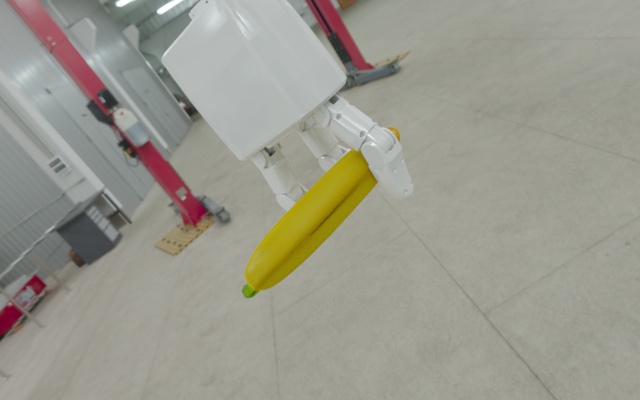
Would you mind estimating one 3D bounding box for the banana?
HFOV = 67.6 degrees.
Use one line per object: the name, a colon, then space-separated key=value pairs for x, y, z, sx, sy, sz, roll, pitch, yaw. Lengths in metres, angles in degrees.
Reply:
banana: x=0.001 y=0.004 z=0.390 sx=0.037 sy=0.198 sz=0.069 roll=46 pitch=-6 yaw=-9
